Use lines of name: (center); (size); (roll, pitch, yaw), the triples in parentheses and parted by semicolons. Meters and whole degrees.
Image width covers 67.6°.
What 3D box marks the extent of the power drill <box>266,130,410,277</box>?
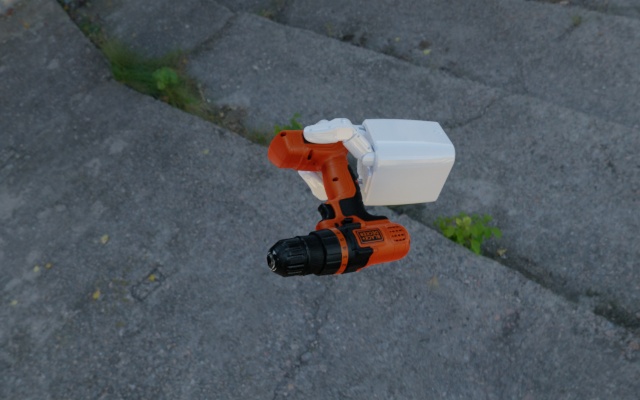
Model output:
power drill: (0.000, 0.001, 0.573); (0.184, 0.187, 0.057); (-3, -32, -34)
